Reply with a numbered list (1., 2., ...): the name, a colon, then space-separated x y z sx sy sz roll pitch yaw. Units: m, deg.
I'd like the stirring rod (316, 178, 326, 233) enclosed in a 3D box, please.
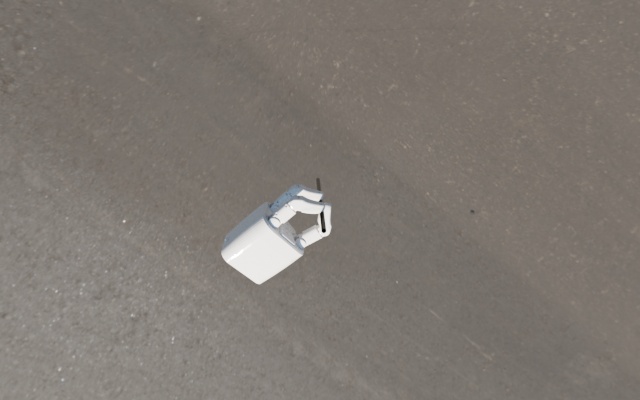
1. stirring rod: 0.000 0.003 0.863 0.011 0.011 0.239 0 22 -3
